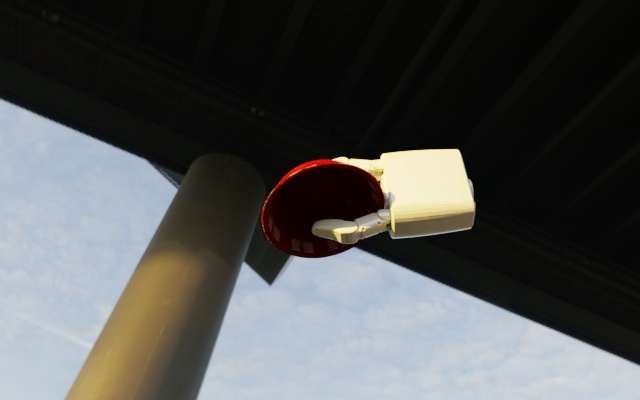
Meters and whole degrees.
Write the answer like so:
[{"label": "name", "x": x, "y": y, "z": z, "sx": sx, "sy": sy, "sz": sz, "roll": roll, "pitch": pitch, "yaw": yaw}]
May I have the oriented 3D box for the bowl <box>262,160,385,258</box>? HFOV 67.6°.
[{"label": "bowl", "x": -0.001, "y": 0.002, "z": 0.633, "sx": 0.162, "sy": 0.162, "sz": 0.055, "roll": 0, "pitch": 39, "yaw": -16}]
